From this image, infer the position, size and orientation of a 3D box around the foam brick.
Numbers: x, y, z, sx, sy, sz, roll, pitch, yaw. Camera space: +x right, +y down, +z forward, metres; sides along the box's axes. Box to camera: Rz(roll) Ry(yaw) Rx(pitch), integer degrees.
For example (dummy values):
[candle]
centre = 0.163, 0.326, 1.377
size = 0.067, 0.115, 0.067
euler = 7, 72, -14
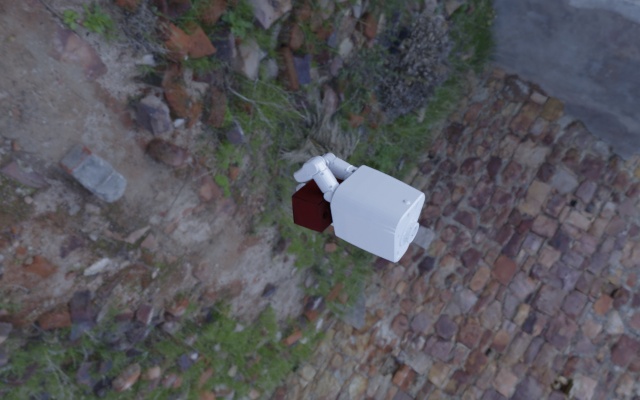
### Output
[foam brick]
centre = 0.000, 0.003, 0.728
size = 0.051, 0.053, 0.078
euler = 20, 42, 30
